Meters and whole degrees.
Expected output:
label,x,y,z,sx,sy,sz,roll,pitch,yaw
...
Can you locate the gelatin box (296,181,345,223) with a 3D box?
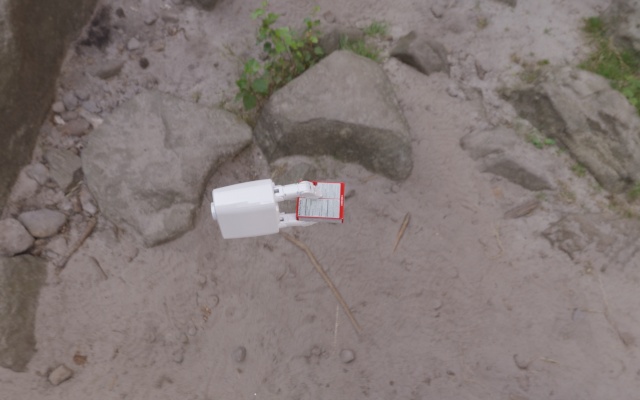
label,x,y,z,sx,sy,sz,roll,pitch,yaw
gelatin box,0.000,0.003,0.897,0.089,0.073,0.030,2,-20,2
